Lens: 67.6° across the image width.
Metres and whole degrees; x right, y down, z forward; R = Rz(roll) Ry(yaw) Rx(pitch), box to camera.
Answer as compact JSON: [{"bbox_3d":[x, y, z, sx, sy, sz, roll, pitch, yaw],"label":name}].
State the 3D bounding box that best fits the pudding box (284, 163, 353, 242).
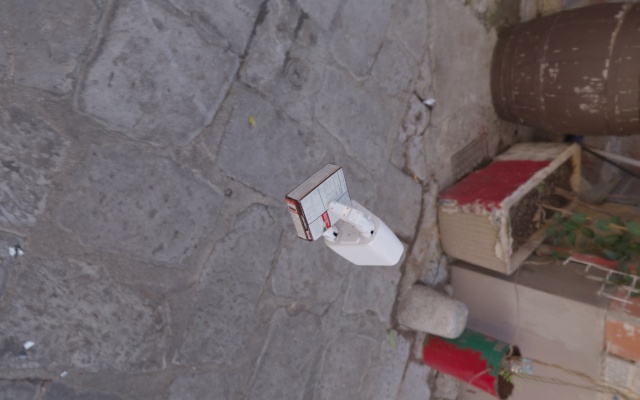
[{"bbox_3d":[0.000,0.003,0.815,0.039,0.090,0.113,14,43,42],"label":"pudding box"}]
